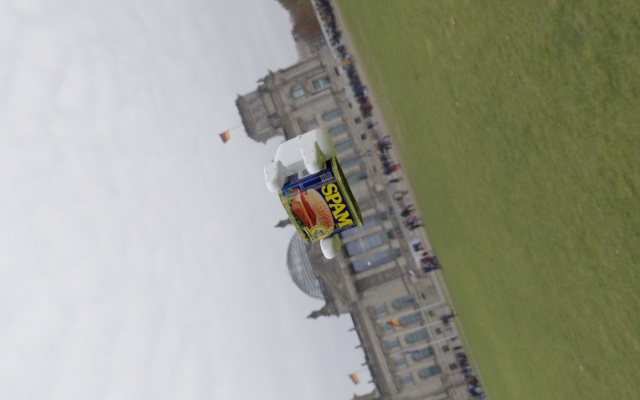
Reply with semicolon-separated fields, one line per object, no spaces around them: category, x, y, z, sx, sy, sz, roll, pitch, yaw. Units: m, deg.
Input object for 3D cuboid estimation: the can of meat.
can of meat;0.000;0.002;0.639;0.084;0.102;0.057;-21;30;9
